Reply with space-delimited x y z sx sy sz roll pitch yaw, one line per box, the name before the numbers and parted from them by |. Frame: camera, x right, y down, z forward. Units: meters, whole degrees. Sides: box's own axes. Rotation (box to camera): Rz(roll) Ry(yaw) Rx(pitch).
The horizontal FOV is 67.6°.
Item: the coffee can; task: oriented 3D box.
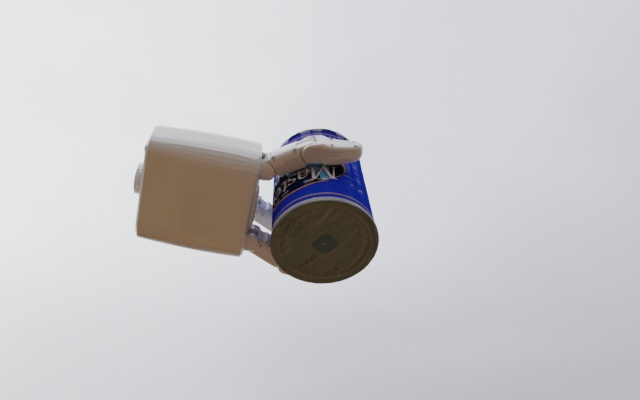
coffee can | 0.000 0.002 0.503 0.103 0.103 0.140 0 35 -4
